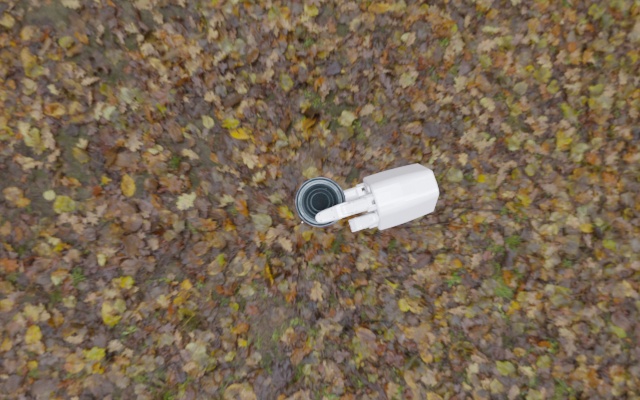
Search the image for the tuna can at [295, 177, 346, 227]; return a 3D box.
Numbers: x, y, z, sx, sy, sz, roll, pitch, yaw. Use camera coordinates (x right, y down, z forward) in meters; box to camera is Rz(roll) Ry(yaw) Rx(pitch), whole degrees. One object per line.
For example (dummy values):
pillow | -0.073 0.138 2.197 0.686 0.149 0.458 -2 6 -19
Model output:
tuna can | 0.000 0.003 0.809 0.086 0.086 0.034 0 -1 3
